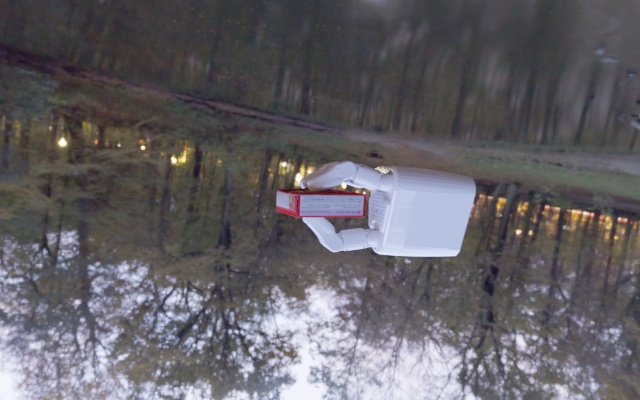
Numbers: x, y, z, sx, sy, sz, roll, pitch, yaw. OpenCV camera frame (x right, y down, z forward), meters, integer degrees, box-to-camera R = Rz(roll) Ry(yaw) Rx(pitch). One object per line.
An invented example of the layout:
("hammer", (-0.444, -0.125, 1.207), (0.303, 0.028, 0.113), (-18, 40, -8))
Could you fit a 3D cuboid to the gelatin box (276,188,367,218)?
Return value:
("gelatin box", (0.000, 0.002, 0.572), (0.089, 0.030, 0.073), (0, 6, -24))
